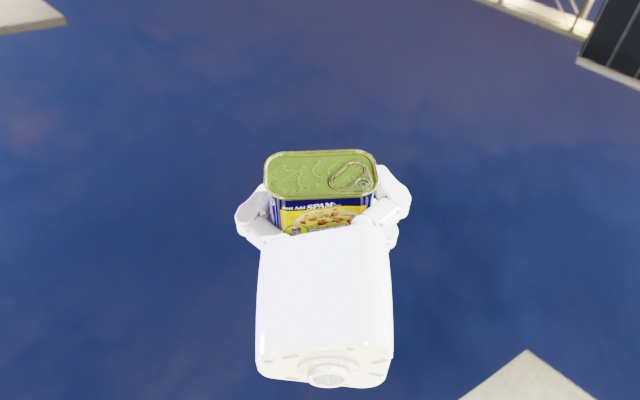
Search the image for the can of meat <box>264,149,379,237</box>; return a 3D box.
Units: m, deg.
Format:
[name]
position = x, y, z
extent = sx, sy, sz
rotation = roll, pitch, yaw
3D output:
[can of meat]
position = 0.000, 0.002, 0.458
extent = 0.102, 0.057, 0.084
rotation = -3, -41, -3
